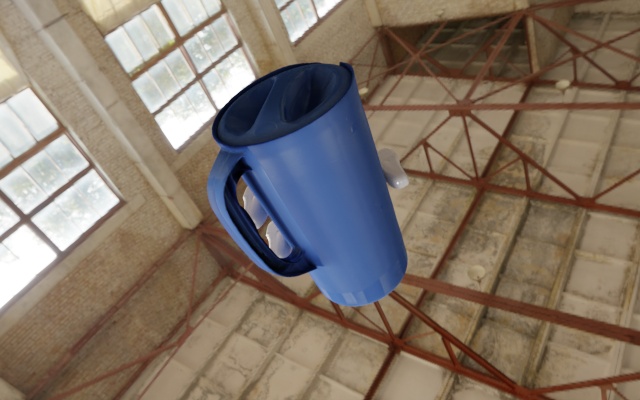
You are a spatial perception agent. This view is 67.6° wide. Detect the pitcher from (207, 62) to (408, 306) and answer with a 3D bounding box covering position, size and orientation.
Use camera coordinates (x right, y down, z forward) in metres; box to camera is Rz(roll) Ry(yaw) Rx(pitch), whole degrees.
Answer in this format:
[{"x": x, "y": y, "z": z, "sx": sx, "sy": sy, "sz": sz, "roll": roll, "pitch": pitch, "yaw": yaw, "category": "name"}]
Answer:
[{"x": 0.000, "y": 0.001, "z": 0.473, "sx": 0.149, "sy": 0.243, "sz": 0.145, "roll": -22, "pitch": 36, "yaw": 7, "category": "pitcher"}]
